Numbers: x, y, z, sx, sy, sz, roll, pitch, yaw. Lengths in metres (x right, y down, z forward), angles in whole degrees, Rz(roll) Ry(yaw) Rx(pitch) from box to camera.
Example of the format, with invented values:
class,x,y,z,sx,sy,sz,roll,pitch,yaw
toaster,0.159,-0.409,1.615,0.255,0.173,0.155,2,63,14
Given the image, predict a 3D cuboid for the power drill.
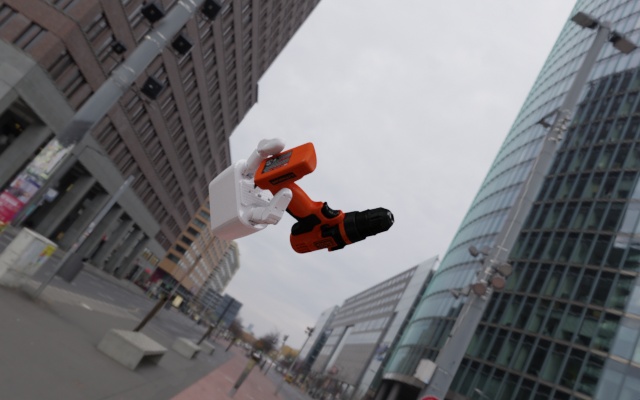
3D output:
class,x,y,z,sx,sy,sz,roll,pitch,yaw
power drill,0.000,0.002,0.740,0.184,0.188,0.057,-18,34,25
